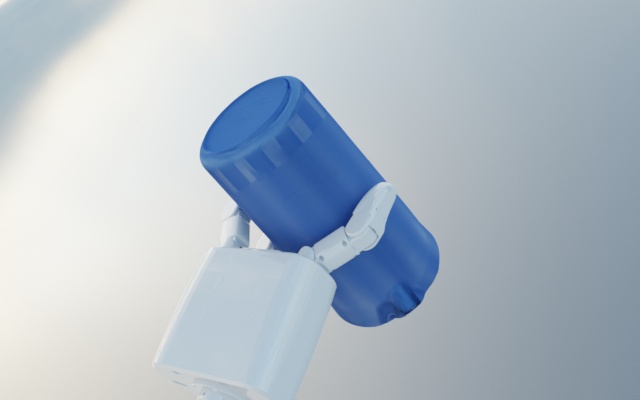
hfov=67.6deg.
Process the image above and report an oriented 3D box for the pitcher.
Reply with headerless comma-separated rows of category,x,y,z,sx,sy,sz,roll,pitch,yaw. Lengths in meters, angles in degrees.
pitcher,0.000,0.002,0.463,0.149,0.145,0.243,-10,-45,38
